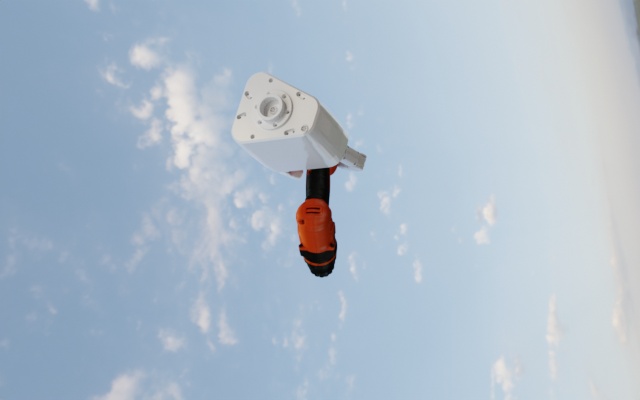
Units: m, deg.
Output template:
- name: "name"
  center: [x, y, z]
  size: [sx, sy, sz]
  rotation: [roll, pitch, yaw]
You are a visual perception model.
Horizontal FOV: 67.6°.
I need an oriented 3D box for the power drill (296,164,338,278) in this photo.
- name: "power drill"
  center: [0.000, 0.002, 0.697]
  size: [0.057, 0.187, 0.185]
  rotation: [-1, -31, 2]
